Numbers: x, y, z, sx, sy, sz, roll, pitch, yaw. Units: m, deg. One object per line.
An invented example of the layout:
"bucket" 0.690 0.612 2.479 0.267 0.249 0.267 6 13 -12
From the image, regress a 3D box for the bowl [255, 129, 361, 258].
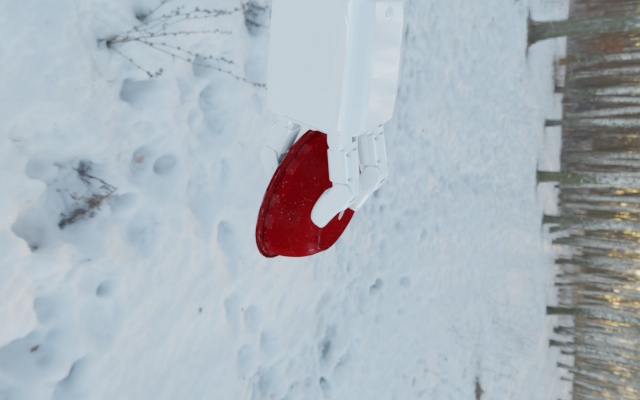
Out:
"bowl" 0.000 0.003 0.514 0.055 0.162 0.162 27 10 19
